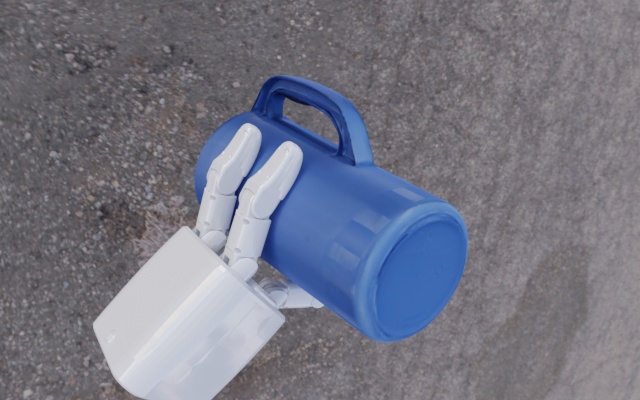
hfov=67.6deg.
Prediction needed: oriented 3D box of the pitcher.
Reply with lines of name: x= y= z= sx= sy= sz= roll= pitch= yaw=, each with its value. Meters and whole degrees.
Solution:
pitcher: x=0.000 y=0.002 z=0.406 sx=0.242 sy=0.145 sz=0.149 roll=30 pitch=-18 yaw=48
